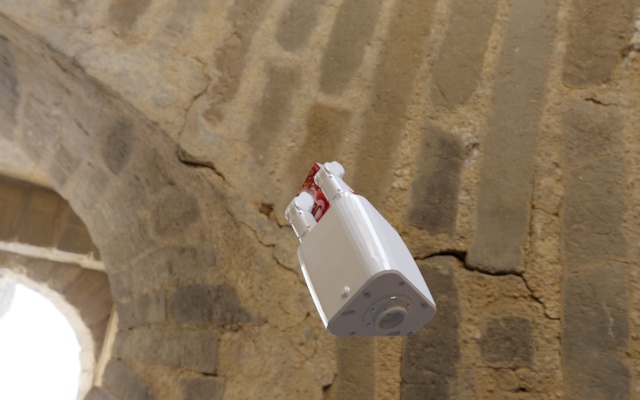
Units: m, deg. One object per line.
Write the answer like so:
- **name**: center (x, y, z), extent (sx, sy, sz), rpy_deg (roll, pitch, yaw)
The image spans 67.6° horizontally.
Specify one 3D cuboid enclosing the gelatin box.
- **gelatin box**: center (0.000, 0.002, 0.594), extent (0.030, 0.073, 0.089), rpy_deg (22, 14, -28)
